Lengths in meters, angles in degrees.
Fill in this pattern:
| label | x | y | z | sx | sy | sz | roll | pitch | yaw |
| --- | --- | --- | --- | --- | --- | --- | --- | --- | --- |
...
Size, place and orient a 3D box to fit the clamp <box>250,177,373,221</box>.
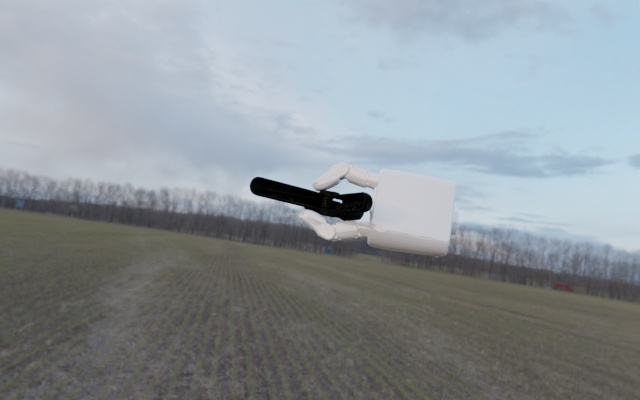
| label | x | y | z | sx | sy | sz | roll | pitch | yaw |
| --- | --- | --- | --- | --- | --- | --- | --- | --- | --- |
| clamp | 0.001 | 0.002 | 0.690 | 0.164 | 0.036 | 0.210 | 11 | -5 | 11 |
